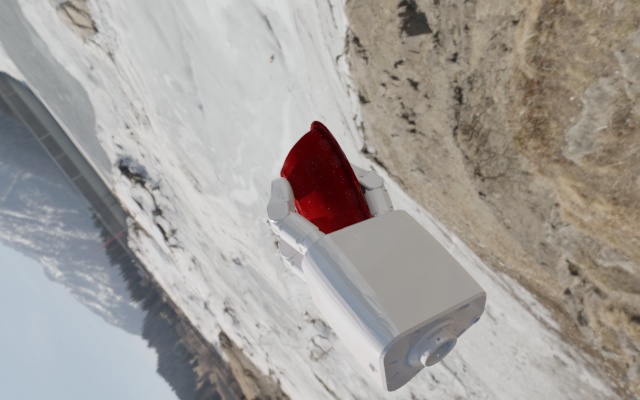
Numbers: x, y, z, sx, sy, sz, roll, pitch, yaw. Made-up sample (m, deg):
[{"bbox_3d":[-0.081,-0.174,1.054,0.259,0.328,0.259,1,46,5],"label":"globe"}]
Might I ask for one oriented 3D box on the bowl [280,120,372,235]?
[{"bbox_3d":[-0.001,0.001,0.499,0.055,0.162,0.162,-23,3,-8],"label":"bowl"}]
